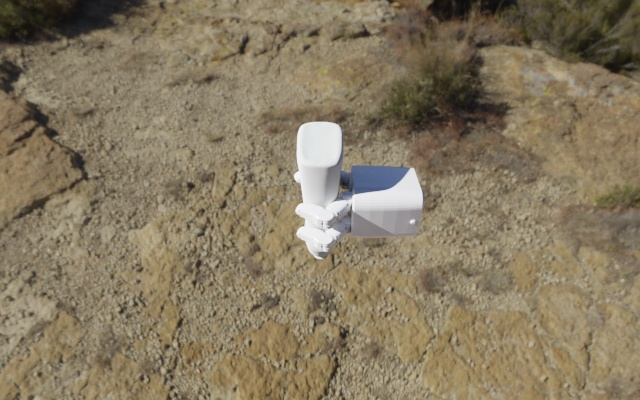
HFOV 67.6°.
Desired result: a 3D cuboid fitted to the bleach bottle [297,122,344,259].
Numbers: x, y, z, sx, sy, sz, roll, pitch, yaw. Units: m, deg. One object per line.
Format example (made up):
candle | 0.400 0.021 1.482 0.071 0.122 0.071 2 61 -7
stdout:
bleach bottle | 0.000 0.003 0.774 0.068 0.102 0.251 1 -43 1
